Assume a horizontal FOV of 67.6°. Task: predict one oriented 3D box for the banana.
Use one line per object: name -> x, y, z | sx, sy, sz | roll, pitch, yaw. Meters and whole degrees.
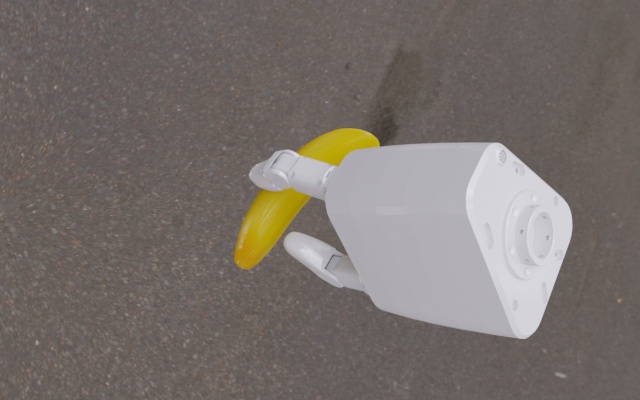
banana -> -0.003, -0.017, 0.418 | 0.197, 0.070, 0.037 | -33, 25, -36
